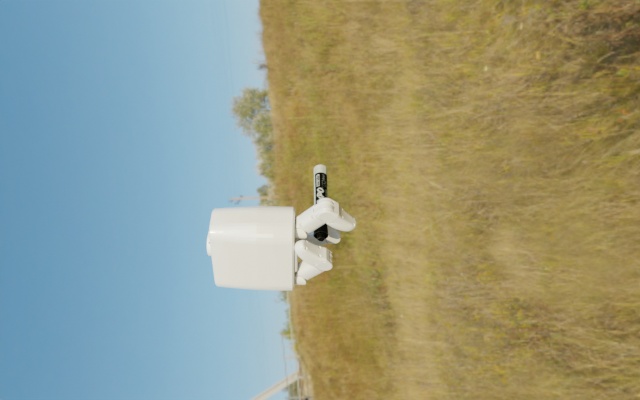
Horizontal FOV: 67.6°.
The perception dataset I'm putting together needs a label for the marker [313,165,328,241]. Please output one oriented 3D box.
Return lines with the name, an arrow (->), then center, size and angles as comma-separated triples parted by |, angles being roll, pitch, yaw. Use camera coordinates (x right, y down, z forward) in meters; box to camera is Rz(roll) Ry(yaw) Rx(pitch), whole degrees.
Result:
marker -> 0.000, 0.002, 0.631 | 0.020, 0.121, 0.020 | 0, -39, 0
